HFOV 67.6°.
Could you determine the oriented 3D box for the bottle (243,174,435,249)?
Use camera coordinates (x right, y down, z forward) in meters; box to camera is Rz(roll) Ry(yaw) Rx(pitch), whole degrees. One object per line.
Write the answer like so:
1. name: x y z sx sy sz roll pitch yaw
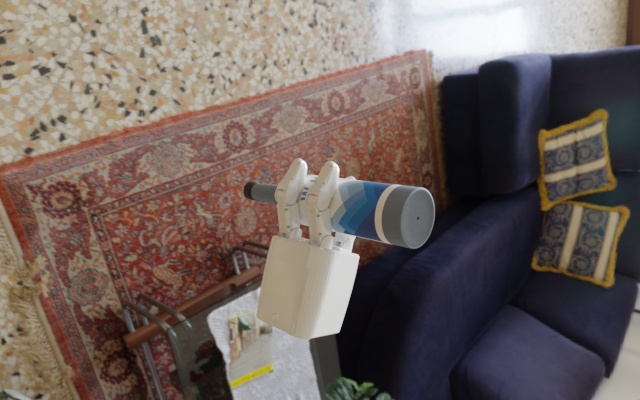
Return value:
1. bottle: 0.000 0.002 0.611 0.295 0.069 0.069 9 6 44
